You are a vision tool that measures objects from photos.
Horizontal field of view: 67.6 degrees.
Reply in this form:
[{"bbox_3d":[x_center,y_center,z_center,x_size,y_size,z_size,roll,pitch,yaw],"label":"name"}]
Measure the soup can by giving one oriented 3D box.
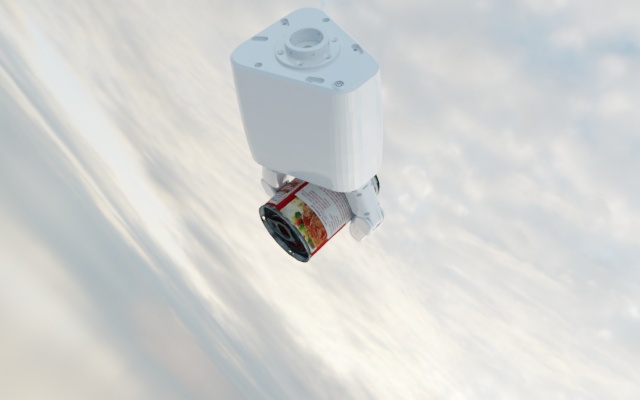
[{"bbox_3d":[0.000,0.002,0.462,0.102,0.068,0.068,-41,19,-23],"label":"soup can"}]
